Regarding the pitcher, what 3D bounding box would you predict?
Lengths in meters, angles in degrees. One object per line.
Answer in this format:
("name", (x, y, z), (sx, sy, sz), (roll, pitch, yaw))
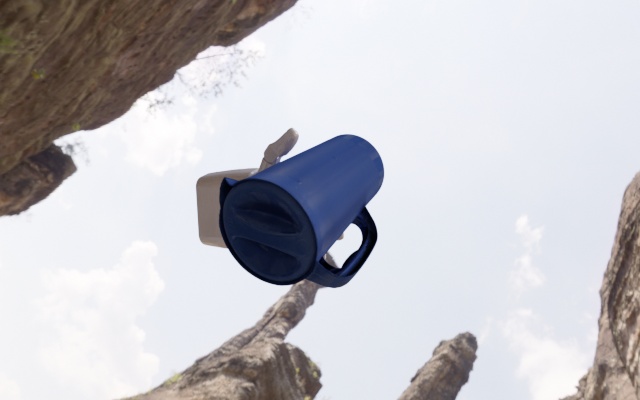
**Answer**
("pitcher", (0.000, 0.002, 0.621), (0.145, 0.149, 0.242), (-3, 21, 32))
